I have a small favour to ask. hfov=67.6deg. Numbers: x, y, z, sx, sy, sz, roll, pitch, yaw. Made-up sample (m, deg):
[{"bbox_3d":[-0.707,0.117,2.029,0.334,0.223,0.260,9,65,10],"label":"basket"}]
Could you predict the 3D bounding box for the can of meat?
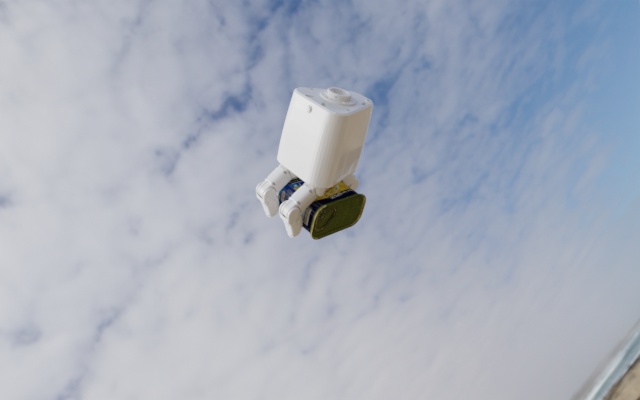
[{"bbox_3d":[0.000,0.002,0.695,0.102,0.057,0.084,-18,43,-40],"label":"can of meat"}]
